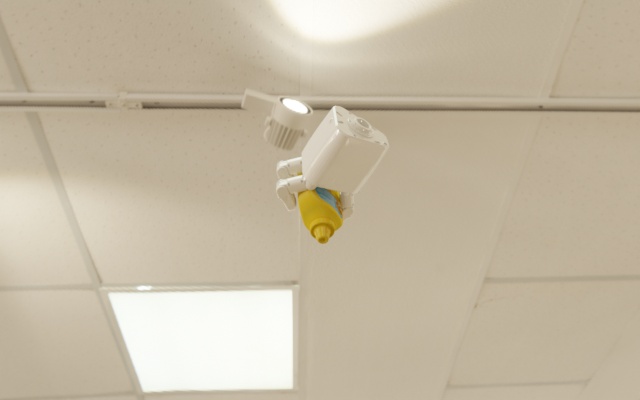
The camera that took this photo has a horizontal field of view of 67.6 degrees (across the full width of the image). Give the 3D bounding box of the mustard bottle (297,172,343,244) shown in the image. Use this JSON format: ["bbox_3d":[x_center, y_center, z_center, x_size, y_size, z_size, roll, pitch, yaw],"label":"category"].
[{"bbox_3d":[0.000,0.003,0.830,0.058,0.191,0.096,-31,-56,19],"label":"mustard bottle"}]
